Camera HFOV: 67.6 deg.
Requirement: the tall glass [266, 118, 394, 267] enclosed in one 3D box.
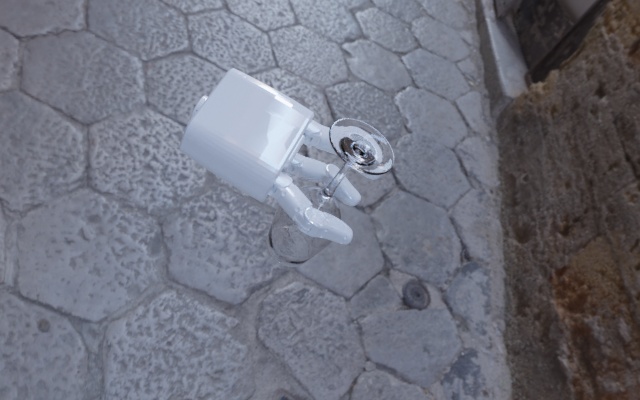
[{"bbox_3d":[0.000,0.002,0.547,0.079,0.079,0.201,0,-35,-31],"label":"tall glass"}]
